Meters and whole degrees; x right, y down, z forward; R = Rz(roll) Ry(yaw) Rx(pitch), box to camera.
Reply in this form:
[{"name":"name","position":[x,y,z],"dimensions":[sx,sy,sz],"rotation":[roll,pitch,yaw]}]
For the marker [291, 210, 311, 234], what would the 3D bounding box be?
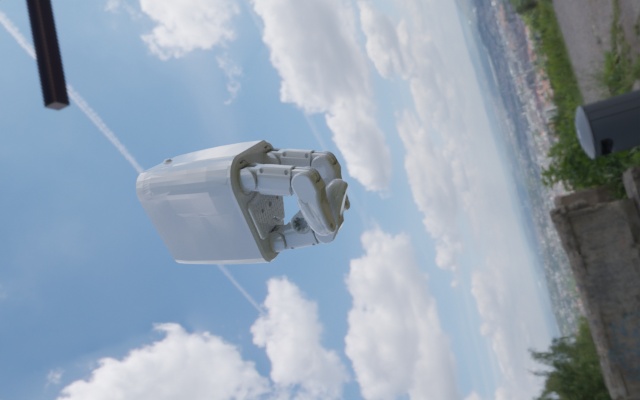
[{"name":"marker","position":[0.000,0.002,0.466],"dimensions":[0.020,0.020,0.121],"rotation":[0,19,18]}]
